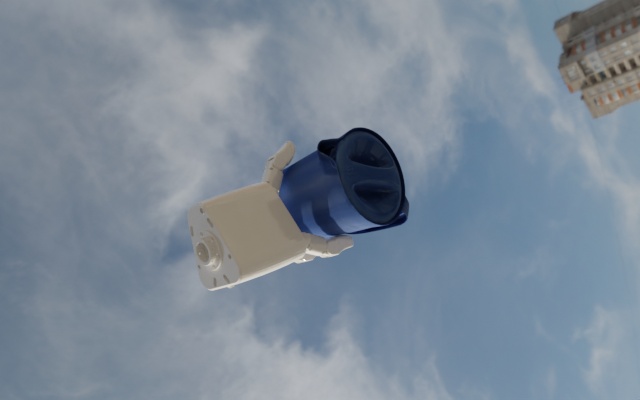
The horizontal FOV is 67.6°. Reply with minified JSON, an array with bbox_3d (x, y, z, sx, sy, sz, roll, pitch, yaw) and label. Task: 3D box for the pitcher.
[{"bbox_3d":[0.000,0.002,0.704,0.243,0.149,0.145,-21,2,44],"label":"pitcher"}]
